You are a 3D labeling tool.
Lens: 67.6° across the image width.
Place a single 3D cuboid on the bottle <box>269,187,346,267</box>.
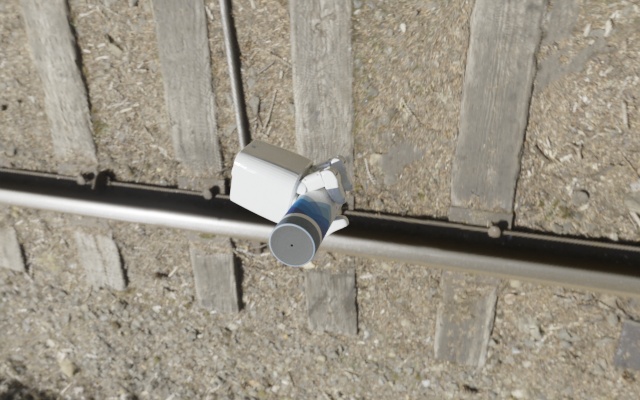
[{"bbox_3d":[0.000,0.003,0.772,0.069,0.069,0.295,0,23,17],"label":"bottle"}]
